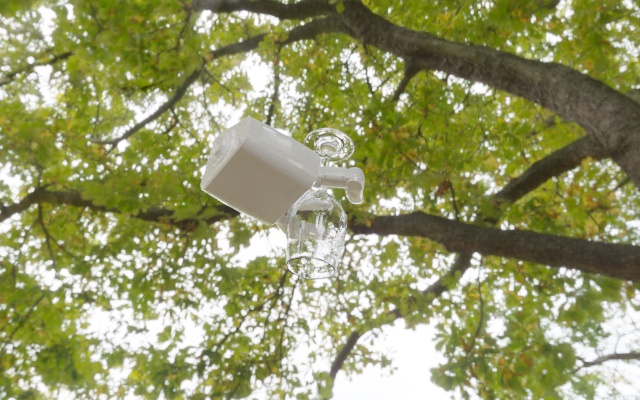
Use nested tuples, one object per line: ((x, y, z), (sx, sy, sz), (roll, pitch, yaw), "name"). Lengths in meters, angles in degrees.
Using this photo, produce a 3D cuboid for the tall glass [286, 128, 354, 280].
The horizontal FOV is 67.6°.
((0.000, 0.002, 0.639), (0.079, 0.201, 0.079), (6, -33, 4), "tall glass")
